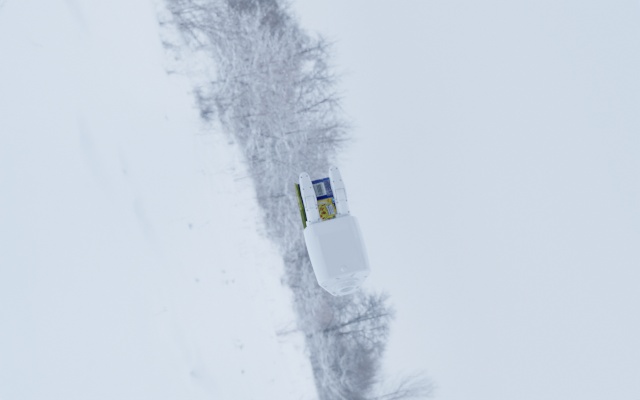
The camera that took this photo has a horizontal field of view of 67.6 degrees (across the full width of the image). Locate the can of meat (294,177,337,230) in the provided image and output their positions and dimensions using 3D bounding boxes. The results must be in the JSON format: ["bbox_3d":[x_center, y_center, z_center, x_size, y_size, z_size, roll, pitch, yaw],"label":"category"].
[{"bbox_3d":[0.000,0.003,0.889,0.084,0.057,0.102,-13,-34,-3],"label":"can of meat"}]
